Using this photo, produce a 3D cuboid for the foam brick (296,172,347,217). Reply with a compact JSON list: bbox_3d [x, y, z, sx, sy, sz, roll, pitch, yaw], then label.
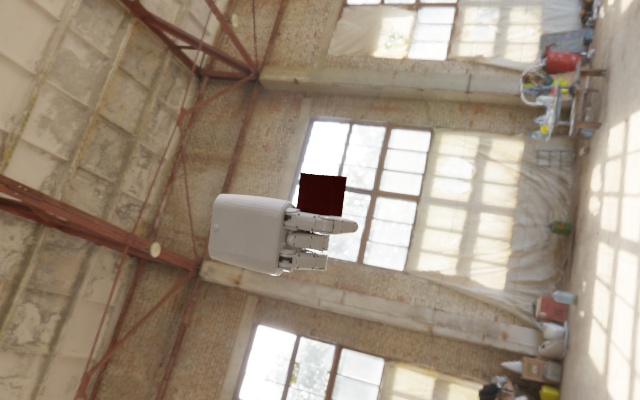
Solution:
[{"bbox_3d":[0.000,0.002,0.646,0.051,0.078,0.053,9,3,21],"label":"foam brick"}]
